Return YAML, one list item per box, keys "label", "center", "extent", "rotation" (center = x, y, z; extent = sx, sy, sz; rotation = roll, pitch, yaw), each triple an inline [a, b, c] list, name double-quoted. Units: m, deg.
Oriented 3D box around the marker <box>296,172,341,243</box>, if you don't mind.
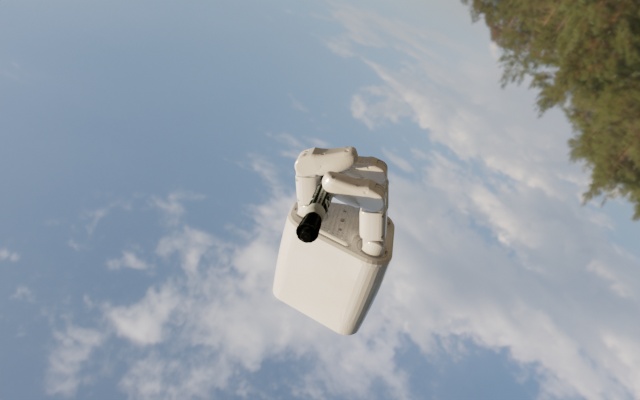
- label: "marker"
  center: [0.000, 0.001, 0.432]
  extent: [0.020, 0.020, 0.121]
  rotation: [0, 28, 13]
